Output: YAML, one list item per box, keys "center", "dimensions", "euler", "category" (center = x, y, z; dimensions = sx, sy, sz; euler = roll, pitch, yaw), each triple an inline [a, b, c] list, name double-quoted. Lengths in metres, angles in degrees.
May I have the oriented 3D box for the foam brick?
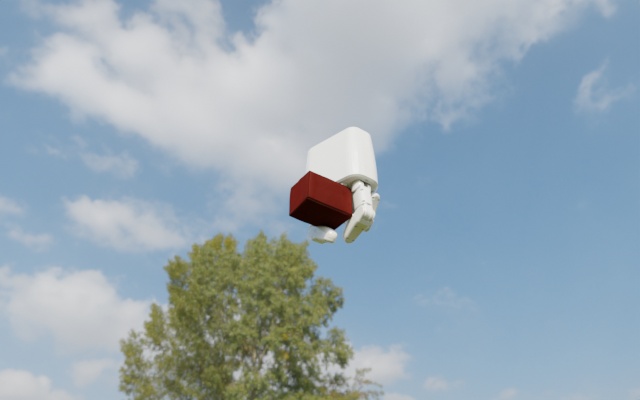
- center: [0.000, 0.002, 0.687]
  dimensions: [0.078, 0.051, 0.053]
  euler: [23, -42, -28]
  category: "foam brick"
